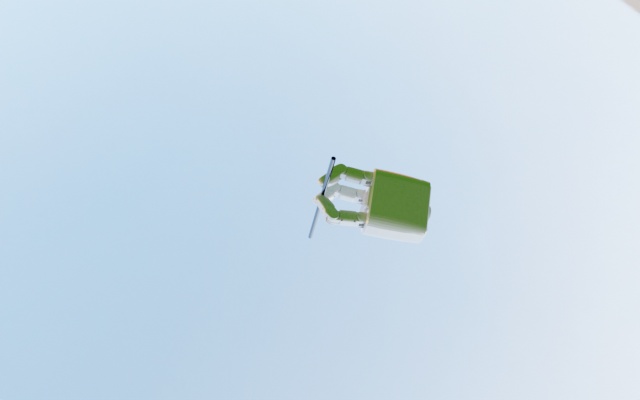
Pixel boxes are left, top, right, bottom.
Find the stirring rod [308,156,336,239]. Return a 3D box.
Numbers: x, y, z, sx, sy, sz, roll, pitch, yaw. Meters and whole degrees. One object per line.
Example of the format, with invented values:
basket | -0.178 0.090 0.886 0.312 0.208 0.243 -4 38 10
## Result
stirring rod | 0.000 0.003 0.847 0.011 0.011 0.240 0 -35 -12
